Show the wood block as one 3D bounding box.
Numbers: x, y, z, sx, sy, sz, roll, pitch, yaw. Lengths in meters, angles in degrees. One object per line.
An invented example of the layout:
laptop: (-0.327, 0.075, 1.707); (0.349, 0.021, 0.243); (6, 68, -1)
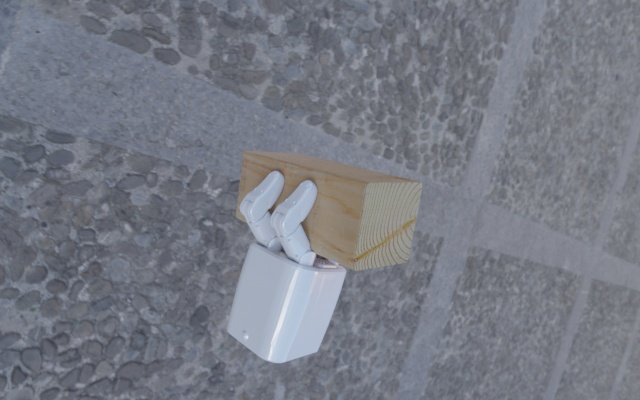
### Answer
wood block: (0.000, 0.002, 0.549); (0.091, 0.090, 0.206); (-1, 14, -44)
